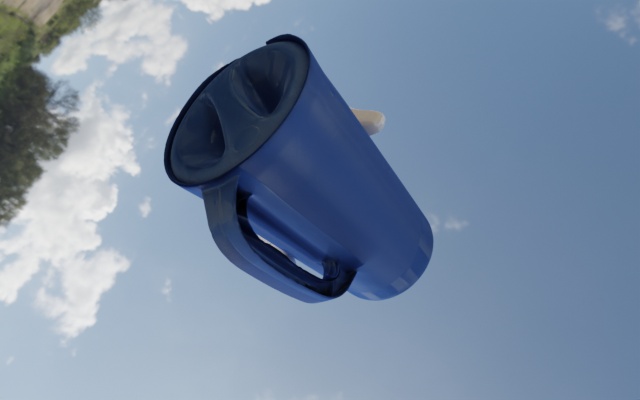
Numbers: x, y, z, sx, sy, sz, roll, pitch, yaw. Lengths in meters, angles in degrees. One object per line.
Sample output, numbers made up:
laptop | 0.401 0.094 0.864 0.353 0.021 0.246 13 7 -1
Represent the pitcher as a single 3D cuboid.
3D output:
pitcher | 0.000 0.001 0.401 0.145 0.149 0.243 31 -9 49
